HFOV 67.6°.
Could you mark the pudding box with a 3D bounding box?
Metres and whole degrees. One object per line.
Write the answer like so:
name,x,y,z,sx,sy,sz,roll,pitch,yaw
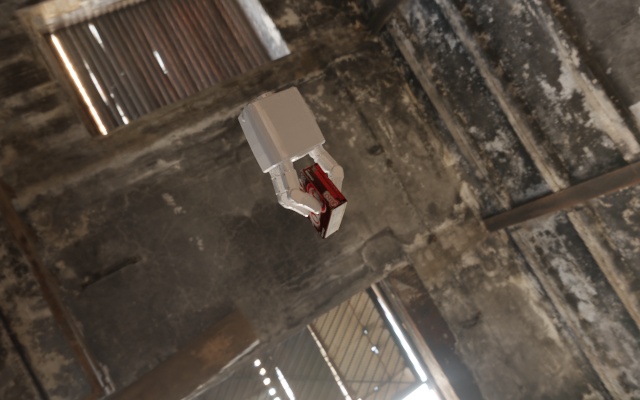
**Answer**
pudding box,0.000,0.003,0.818,0.039,0.090,0.114,-29,-23,-19
